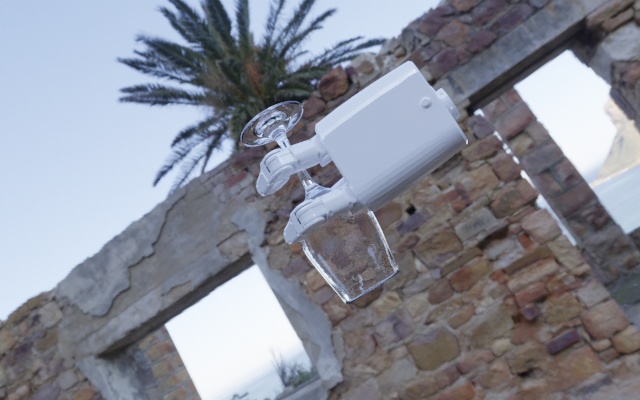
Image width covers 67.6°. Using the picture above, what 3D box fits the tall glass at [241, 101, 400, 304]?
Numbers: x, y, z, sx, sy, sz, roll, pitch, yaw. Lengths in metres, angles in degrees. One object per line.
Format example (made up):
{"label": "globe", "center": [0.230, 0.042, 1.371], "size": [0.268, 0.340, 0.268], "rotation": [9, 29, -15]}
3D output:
{"label": "tall glass", "center": [0.000, 0.001, 0.481], "size": [0.079, 0.201, 0.079], "rotation": [-30, -13, -8]}
